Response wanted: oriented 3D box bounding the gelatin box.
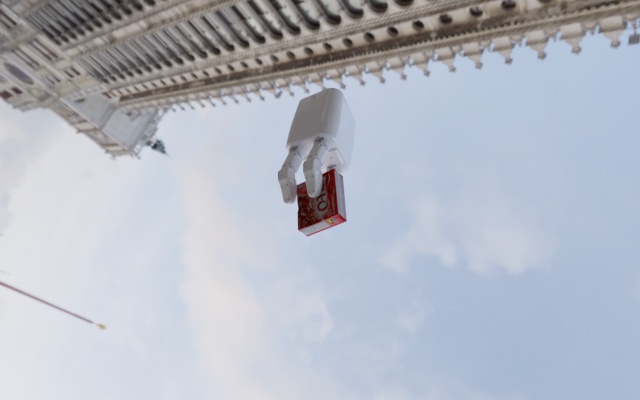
[{"bbox_3d":[0.000,0.003,0.738,0.073,0.089,0.030,-22,-39,25],"label":"gelatin box"}]
